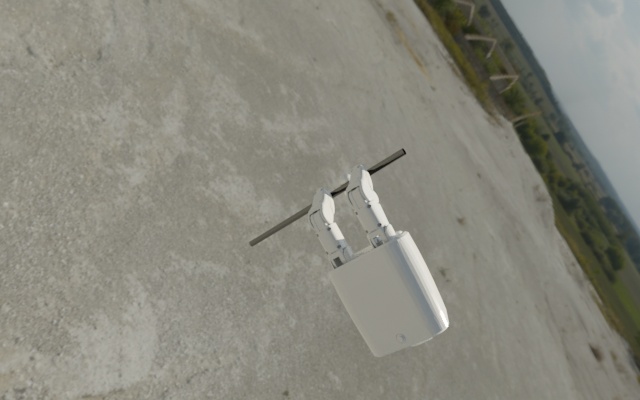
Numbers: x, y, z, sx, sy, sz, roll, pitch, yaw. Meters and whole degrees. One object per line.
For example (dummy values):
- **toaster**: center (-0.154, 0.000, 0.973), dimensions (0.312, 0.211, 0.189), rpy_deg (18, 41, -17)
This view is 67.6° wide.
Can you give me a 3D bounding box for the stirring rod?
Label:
- **stirring rod**: center (0.000, 0.002, 0.576), dimensions (0.239, 0.011, 0.011), rpy_deg (-31, -16, 27)
